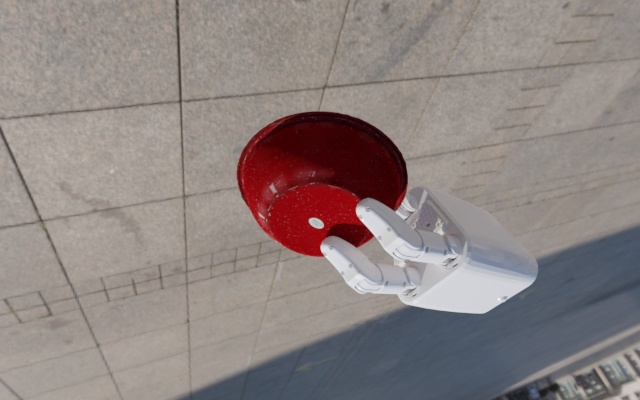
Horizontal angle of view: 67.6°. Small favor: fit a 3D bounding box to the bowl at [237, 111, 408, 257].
[{"bbox_3d":[-0.001,0.001,0.434,0.162,0.162,0.055,0,43,4],"label":"bowl"}]
